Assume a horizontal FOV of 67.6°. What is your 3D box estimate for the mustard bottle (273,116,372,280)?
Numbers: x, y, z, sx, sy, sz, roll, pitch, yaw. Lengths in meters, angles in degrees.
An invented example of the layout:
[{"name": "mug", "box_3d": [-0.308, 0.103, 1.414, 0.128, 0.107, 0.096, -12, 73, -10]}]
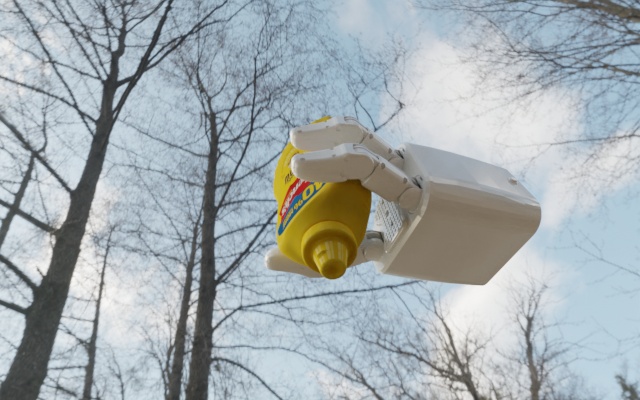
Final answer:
[{"name": "mustard bottle", "box_3d": [0.000, 0.001, 0.410, 0.058, 0.096, 0.191, 35, 20, -23]}]
